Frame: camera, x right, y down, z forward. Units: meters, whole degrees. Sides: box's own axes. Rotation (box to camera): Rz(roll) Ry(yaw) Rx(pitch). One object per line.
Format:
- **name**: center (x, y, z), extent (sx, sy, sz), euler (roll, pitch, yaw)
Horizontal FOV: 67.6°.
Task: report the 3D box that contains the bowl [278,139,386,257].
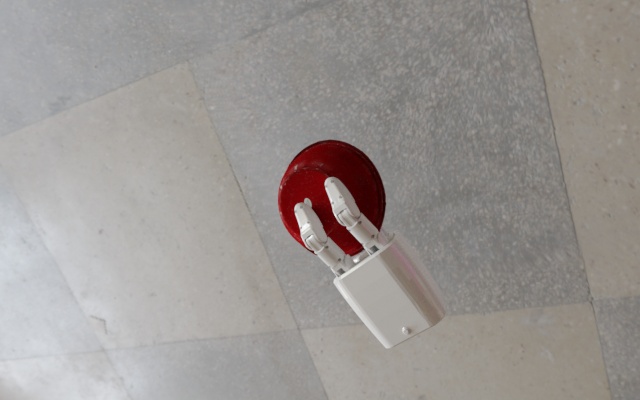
- **bowl**: center (-0.001, 0.001, 0.618), extent (0.162, 0.162, 0.055), euler (0, 5, 32)
